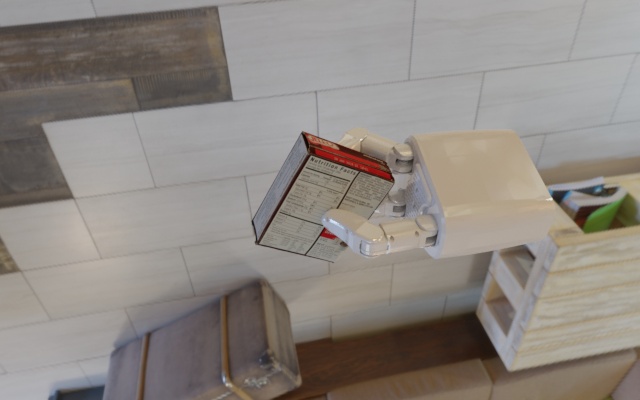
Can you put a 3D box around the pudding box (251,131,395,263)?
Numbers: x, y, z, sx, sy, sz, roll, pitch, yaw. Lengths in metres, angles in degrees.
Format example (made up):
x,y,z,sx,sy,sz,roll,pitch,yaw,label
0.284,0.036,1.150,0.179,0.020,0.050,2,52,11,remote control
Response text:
x,y,z,sx,sy,sz,roll,pitch,yaw,label
0.000,0.002,0.438,0.090,0.113,0.039,17,32,-25,pudding box
